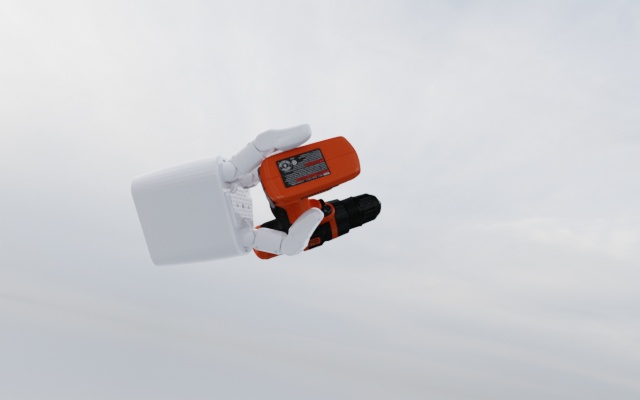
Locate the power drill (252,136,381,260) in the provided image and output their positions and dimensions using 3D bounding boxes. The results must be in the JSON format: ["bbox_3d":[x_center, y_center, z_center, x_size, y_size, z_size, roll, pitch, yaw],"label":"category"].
[{"bbox_3d":[0.000,0.002,0.579,0.184,0.057,0.188,-20,-26,-13],"label":"power drill"}]
